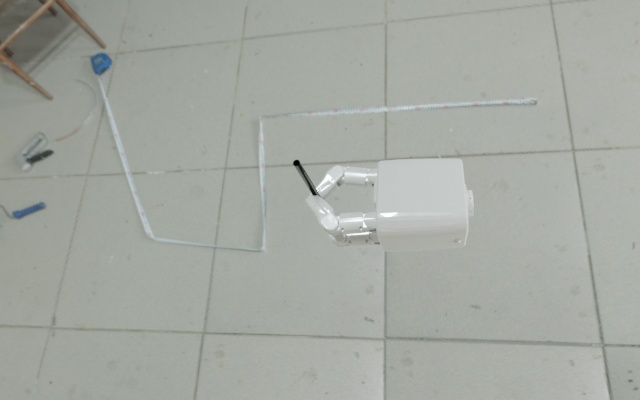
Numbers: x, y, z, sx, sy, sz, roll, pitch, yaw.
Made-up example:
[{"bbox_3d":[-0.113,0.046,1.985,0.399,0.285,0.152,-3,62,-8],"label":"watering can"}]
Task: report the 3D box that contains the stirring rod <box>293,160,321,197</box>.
[{"bbox_3d":[0.000,0.002,0.632,0.011,0.011,0.240,0,-21,14],"label":"stirring rod"}]
